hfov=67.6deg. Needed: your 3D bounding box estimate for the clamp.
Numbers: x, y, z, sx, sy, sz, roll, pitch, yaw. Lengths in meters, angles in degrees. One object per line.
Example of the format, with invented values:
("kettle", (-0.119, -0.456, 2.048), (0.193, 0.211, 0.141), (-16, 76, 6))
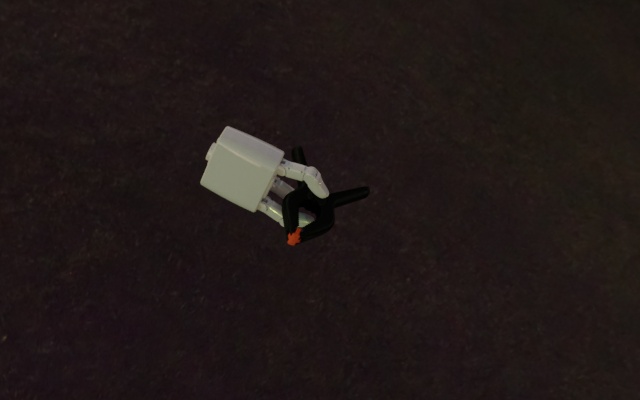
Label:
("clamp", (0.000, 0.002, 0.830), (0.164, 0.209, 0.036), (25, -45, -6))
